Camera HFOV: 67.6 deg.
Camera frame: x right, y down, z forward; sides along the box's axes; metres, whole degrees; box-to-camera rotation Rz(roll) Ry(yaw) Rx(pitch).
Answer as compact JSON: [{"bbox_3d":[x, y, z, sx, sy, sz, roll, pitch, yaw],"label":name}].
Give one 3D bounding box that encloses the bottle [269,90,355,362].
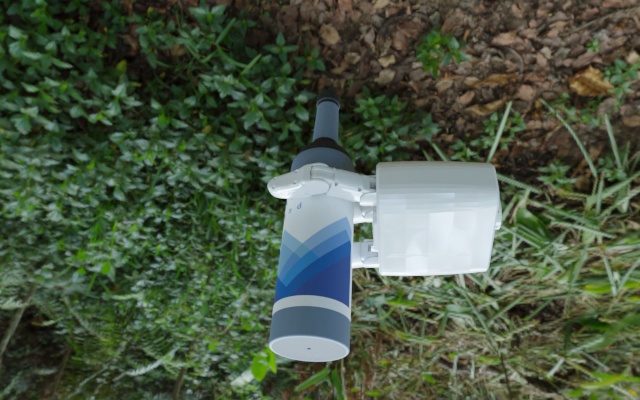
[{"bbox_3d":[0.000,0.002,0.474,0.069,0.295,0.069,3,-35,2],"label":"bottle"}]
